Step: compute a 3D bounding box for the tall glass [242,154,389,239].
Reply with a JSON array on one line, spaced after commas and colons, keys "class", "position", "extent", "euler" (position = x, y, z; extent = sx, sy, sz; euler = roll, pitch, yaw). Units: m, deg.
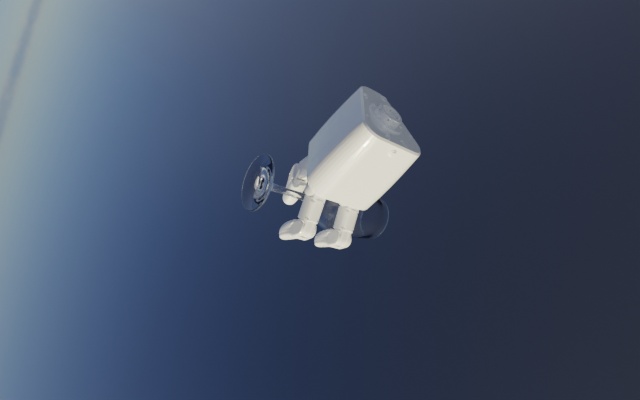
[{"class": "tall glass", "position": [-0.001, 0.002, 0.644], "extent": [0.201, 0.079, 0.079], "euler": [18, -10, -35]}]
